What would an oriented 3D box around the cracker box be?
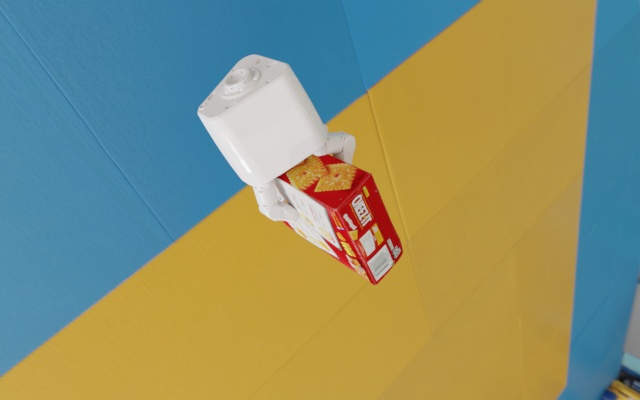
[{"bbox_3d":[0.000,0.002,0.656,0.213,0.072,0.164,30,-22,43],"label":"cracker box"}]
